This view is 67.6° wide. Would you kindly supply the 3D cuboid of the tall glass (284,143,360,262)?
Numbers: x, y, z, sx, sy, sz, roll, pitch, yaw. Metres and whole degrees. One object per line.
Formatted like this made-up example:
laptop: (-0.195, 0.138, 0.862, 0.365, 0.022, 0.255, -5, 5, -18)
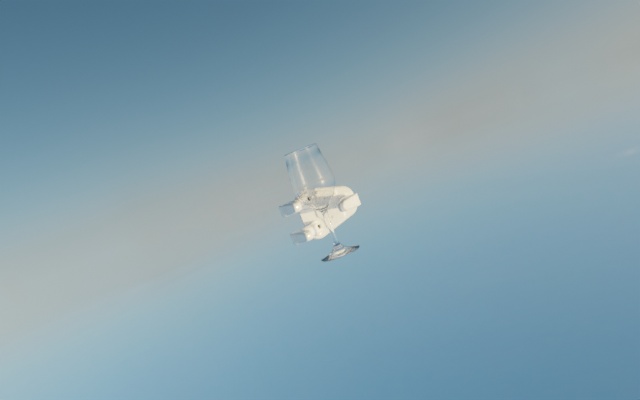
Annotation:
tall glass: (0.000, 0.003, 0.852, 0.079, 0.201, 0.079, -21, 4, 1)
